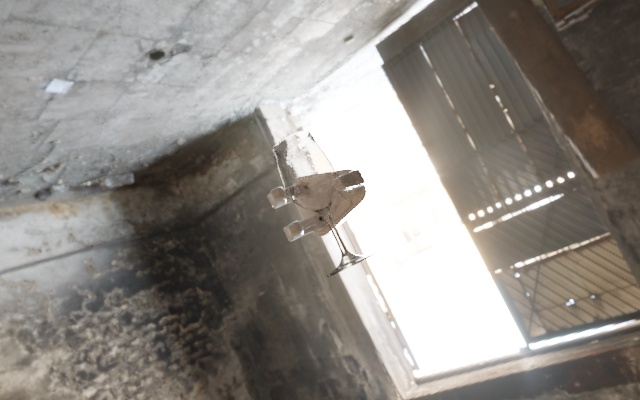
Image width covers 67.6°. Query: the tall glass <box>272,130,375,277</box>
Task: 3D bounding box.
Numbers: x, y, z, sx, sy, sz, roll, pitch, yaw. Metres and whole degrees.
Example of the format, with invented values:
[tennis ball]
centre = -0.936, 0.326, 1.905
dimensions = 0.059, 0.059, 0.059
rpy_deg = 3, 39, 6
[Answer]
[tall glass]
centre = 0.000, 0.003, 0.682
dimensions = 0.079, 0.201, 0.079
rpy_deg = -25, -6, -3
